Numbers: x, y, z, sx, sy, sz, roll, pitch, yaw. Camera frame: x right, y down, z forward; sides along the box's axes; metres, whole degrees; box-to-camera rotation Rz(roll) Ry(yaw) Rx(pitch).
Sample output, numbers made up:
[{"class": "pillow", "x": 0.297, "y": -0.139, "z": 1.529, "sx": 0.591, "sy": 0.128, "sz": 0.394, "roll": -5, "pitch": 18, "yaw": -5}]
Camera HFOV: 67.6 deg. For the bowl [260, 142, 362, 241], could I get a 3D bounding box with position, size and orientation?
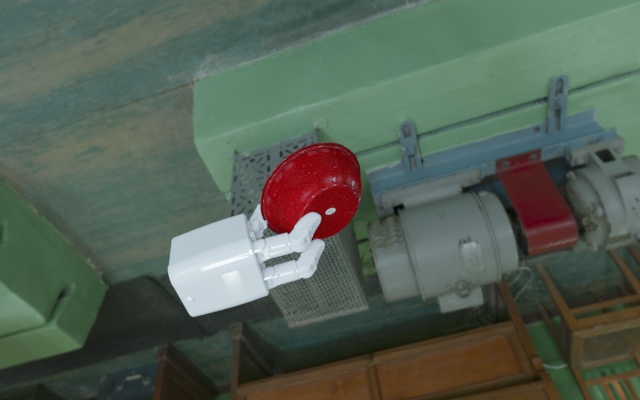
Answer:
[{"class": "bowl", "x": 0.001, "y": 0.002, "z": 0.666, "sx": 0.162, "sy": 0.162, "sz": 0.055, "roll": 0, "pitch": 34, "yaw": -35}]
